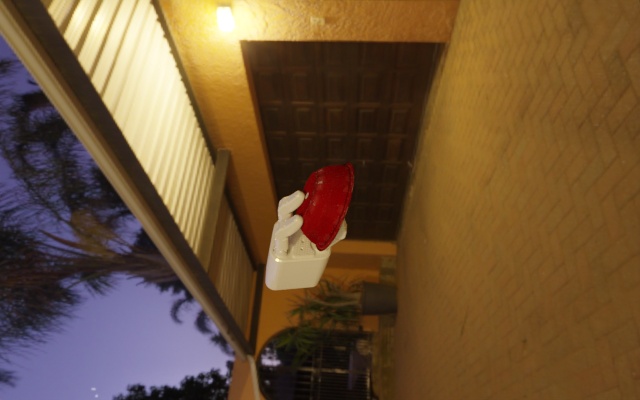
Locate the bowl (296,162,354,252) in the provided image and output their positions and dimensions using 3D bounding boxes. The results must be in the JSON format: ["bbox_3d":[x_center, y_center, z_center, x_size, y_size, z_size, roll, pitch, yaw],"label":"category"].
[{"bbox_3d":[0.000,0.002,0.819,0.055,0.162,0.162,19,-5,-14],"label":"bowl"}]
